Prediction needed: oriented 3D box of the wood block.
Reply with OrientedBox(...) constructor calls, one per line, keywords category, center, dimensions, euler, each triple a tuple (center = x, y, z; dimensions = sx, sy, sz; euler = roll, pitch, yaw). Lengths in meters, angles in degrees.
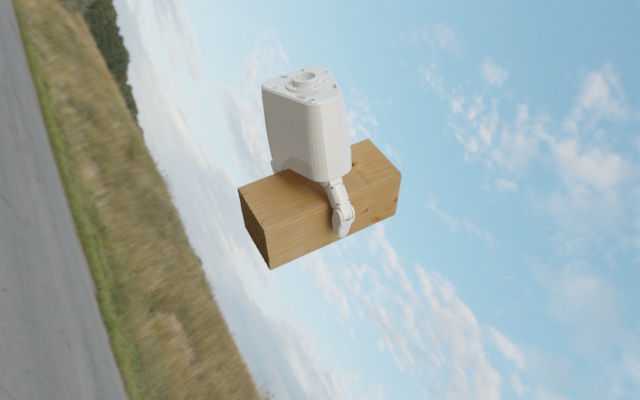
OrientedBox(category="wood block", center=(0.000, 0.002, 0.671), dimensions=(0.206, 0.090, 0.090), euler=(-22, 52, -18))
